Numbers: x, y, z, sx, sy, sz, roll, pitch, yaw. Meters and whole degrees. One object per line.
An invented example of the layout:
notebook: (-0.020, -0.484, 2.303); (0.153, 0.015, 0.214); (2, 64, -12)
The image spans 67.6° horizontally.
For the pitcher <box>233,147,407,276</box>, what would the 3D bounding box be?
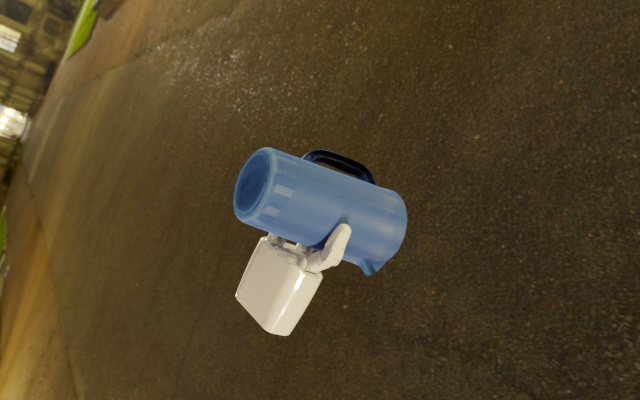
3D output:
pitcher: (0.000, 0.003, 0.711); (0.243, 0.145, 0.149); (21, 12, -33)
